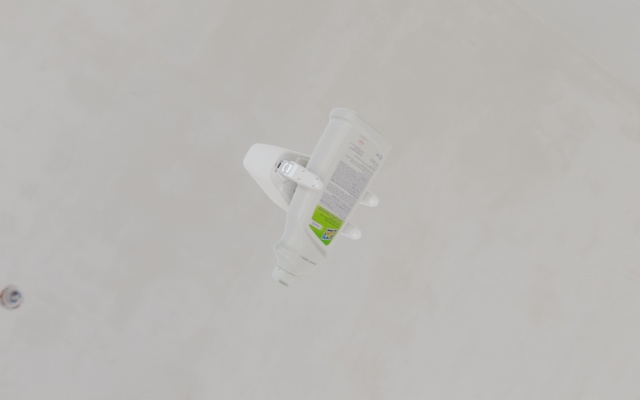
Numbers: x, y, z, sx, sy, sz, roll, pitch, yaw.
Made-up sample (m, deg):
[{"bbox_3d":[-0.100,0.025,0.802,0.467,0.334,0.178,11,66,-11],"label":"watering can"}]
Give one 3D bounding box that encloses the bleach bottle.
[{"bbox_3d":[0.000,0.002,0.672,0.102,0.251,0.068,33,-4,-33],"label":"bleach bottle"}]
